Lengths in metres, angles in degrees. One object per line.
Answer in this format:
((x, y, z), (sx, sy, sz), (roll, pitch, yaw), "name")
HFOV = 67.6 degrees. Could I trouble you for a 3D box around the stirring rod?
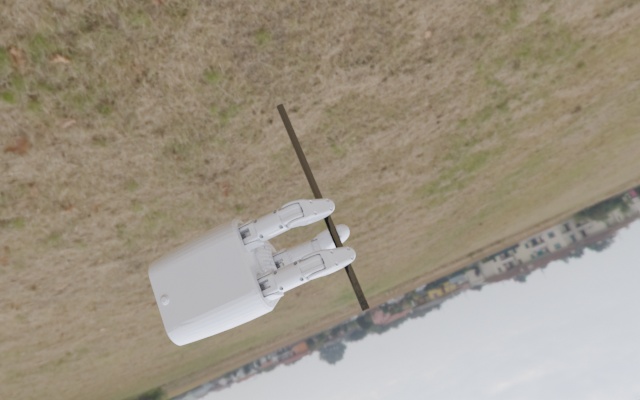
((0.000, 0.002, 0.506), (0.011, 0.239, 0.011), (-22, -14, -6), "stirring rod")
